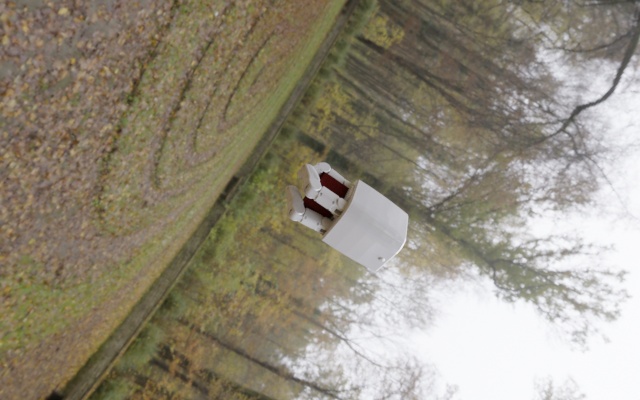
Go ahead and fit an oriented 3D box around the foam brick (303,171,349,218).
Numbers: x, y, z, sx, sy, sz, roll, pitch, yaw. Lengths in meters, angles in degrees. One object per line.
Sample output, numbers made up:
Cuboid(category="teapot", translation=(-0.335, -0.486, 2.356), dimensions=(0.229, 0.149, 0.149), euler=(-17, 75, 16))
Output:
Cuboid(category="foam brick", translation=(0.000, 0.003, 0.782), dimensions=(0.051, 0.053, 0.078), euler=(34, -44, -3))
